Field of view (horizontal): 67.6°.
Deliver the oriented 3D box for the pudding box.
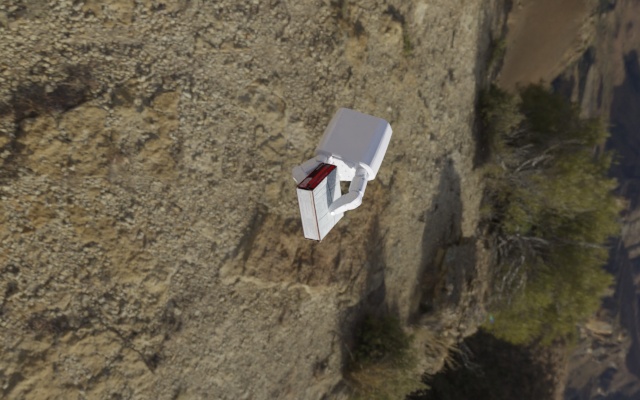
[{"bbox_3d":[0.000,0.003,0.844,0.039,0.114,0.090,11,37,30],"label":"pudding box"}]
